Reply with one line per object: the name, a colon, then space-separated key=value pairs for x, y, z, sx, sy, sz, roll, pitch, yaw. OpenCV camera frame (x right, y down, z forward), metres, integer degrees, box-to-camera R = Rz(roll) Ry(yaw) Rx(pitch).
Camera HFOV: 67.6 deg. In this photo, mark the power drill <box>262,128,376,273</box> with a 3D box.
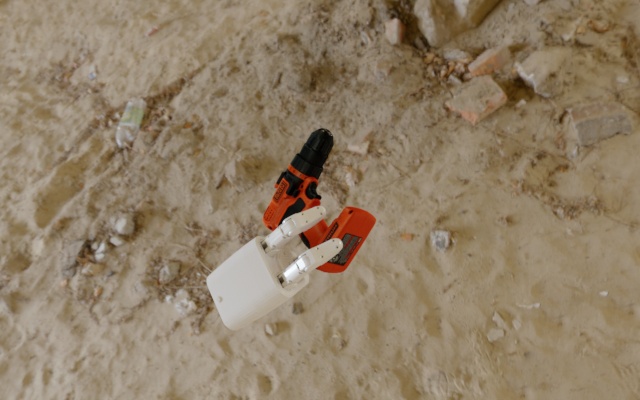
power drill: x=0.000 y=0.003 z=0.709 sx=0.057 sy=0.184 sz=0.187 roll=17 pitch=20 yaw=-39
